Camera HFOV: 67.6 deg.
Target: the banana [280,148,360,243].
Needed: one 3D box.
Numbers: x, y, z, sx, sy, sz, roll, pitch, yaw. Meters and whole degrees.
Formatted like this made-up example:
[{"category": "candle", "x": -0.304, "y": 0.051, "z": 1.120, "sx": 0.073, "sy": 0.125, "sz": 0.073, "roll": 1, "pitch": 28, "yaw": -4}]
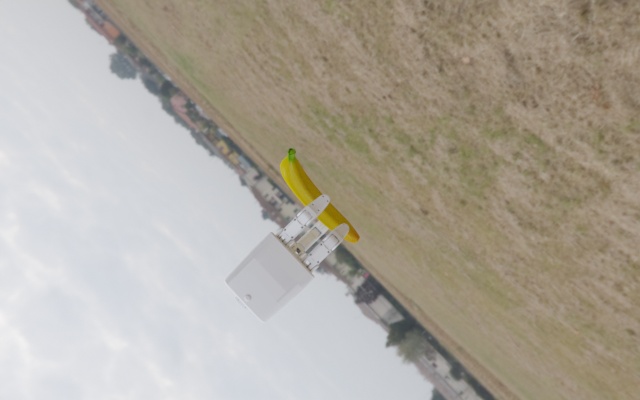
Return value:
[{"category": "banana", "x": -0.009, "y": -0.003, "z": 0.786, "sx": 0.037, "sy": 0.198, "sz": 0.069, "roll": -43, "pitch": 22, "yaw": -10}]
